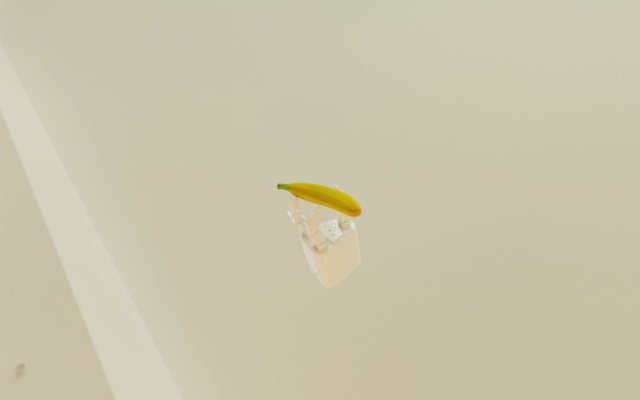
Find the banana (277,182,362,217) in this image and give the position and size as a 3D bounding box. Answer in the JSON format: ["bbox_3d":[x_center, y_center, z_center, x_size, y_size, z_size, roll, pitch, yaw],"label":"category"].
[{"bbox_3d":[0.009,-0.002,0.904,0.198,0.037,0.069,16,24,37],"label":"banana"}]
